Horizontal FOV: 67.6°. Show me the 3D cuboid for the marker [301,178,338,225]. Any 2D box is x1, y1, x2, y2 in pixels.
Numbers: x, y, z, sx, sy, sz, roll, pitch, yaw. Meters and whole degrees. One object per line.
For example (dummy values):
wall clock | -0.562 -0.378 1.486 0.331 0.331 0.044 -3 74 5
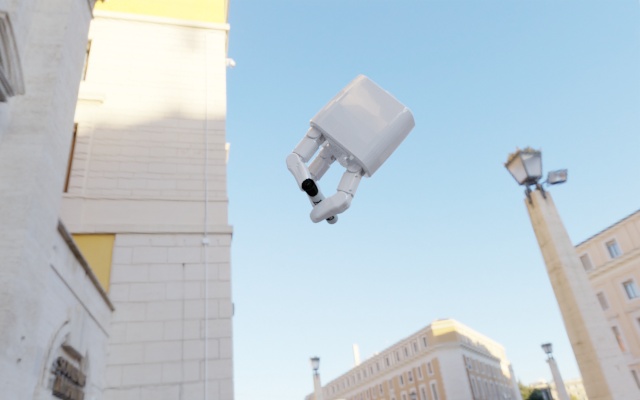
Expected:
marker | 0.000 0.002 0.672 0.020 0.020 0.121 0 -26 20
